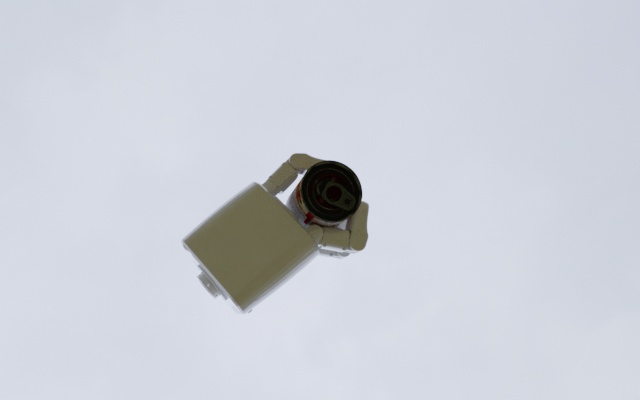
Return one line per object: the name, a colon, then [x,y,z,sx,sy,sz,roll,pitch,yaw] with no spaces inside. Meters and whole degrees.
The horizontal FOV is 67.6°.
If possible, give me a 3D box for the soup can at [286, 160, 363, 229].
soup can: [0.000,0.001,0.550,0.068,0.068,0.102,0,-14,-14]
